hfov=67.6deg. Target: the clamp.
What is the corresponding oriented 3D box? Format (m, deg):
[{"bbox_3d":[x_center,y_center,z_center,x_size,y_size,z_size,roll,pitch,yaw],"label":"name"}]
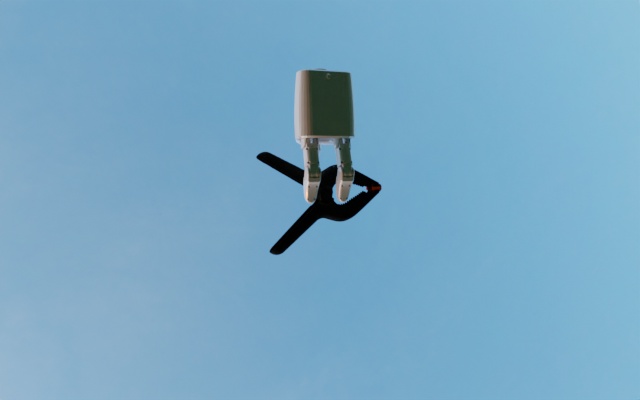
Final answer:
[{"bbox_3d":[0.000,0.002,0.785,0.210,0.164,0.036,-2,5,-19],"label":"clamp"}]
